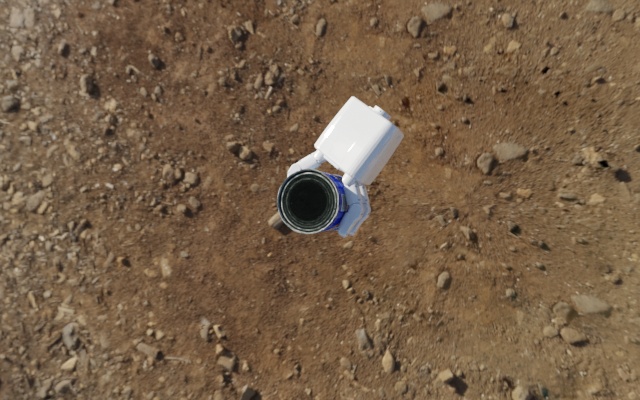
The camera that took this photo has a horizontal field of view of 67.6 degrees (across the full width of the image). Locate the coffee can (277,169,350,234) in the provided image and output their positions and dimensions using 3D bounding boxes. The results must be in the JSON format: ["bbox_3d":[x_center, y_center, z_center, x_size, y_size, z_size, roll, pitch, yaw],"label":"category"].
[{"bbox_3d":[0.000,0.003,0.806,0.103,0.103,0.140,0,-1,17],"label":"coffee can"}]
